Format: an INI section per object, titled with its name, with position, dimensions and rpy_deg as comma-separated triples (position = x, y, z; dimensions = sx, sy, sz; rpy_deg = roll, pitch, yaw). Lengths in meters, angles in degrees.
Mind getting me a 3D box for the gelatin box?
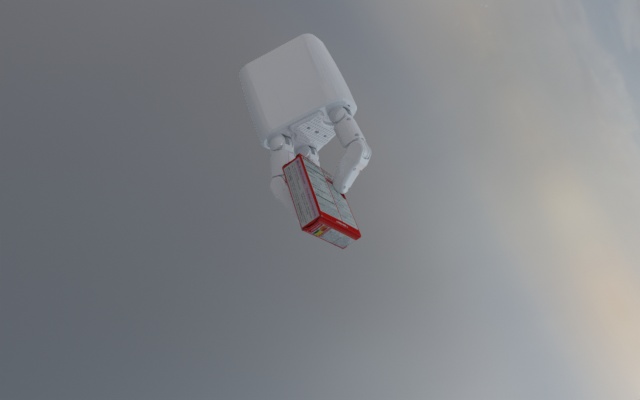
[gelatin box]
position = 0.001, 0.002, 0.514
dimensions = 0.030, 0.089, 0.073
rpy_deg = -36, -38, 21
